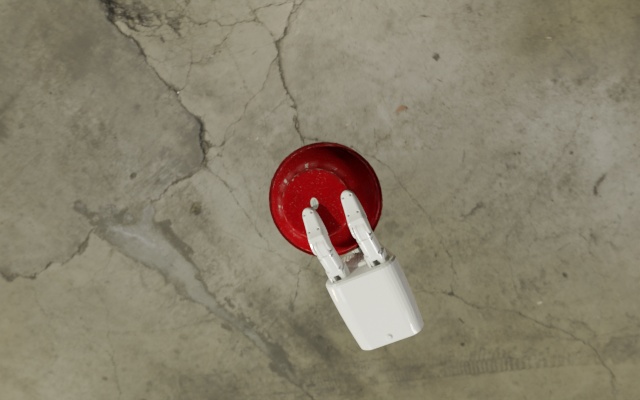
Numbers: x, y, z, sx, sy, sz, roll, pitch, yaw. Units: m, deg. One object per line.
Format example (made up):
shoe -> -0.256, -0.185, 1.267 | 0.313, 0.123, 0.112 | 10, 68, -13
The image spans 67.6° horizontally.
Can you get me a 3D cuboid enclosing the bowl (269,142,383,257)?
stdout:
bowl -> -0.001, 0.001, 0.638 | 0.162, 0.162, 0.055 | 0, 6, 12
